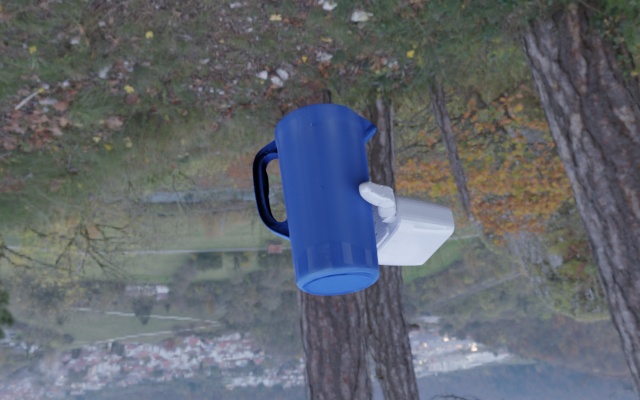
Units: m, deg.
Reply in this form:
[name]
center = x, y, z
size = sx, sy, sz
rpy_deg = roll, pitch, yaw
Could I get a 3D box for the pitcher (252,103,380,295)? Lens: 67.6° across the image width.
[pitcher]
center = 0.000, 0.002, 0.659
size = 0.145, 0.242, 0.149
rpy_deg = 9, -30, -30
